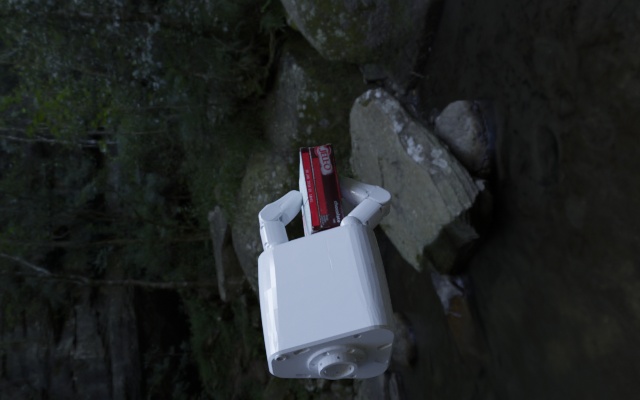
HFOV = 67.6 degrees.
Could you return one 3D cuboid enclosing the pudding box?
[{"bbox_3d":[0.000,0.002,0.519,0.039,0.090,0.113,-6,-16,-6],"label":"pudding box"}]
